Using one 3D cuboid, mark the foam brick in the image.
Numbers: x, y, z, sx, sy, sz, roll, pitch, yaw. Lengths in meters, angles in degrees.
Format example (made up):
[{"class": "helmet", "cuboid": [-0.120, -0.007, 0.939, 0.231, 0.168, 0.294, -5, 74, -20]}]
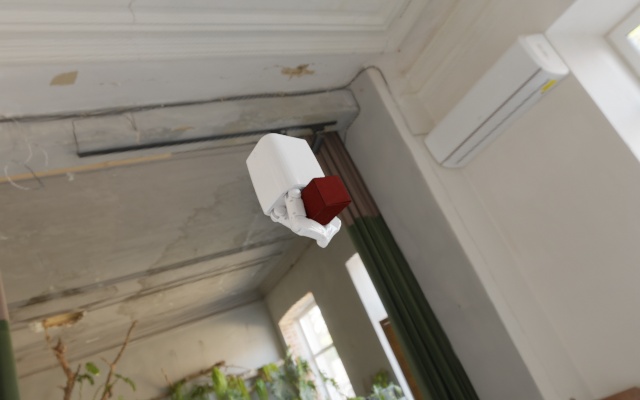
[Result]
[{"class": "foam brick", "cuboid": [0.000, 0.002, 0.750, 0.053, 0.051, 0.078, -7, -26, -37]}]
